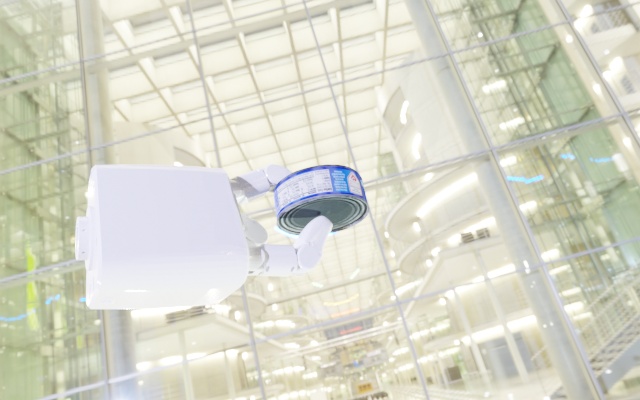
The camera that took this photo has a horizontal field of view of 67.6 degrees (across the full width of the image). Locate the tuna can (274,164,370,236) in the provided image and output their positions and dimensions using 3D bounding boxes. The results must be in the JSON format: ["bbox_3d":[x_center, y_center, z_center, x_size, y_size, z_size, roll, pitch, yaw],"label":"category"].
[{"bbox_3d":[0.000,0.001,0.441,0.086,0.033,0.086,-8,-25,-4],"label":"tuna can"}]
